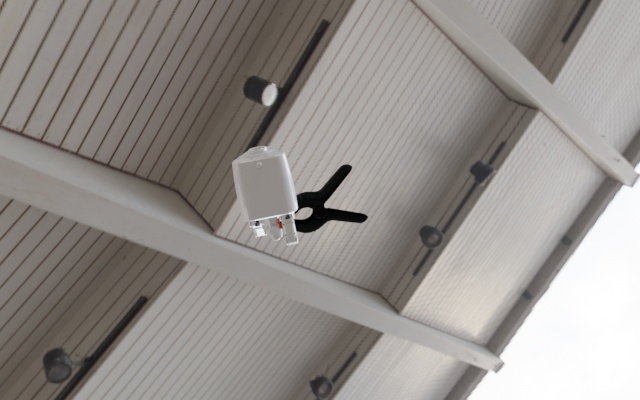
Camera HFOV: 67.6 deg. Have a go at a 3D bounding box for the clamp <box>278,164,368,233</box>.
[{"bbox_3d":[0.000,0.003,0.892,0.171,0.120,0.039,-14,14,-11],"label":"clamp"}]
